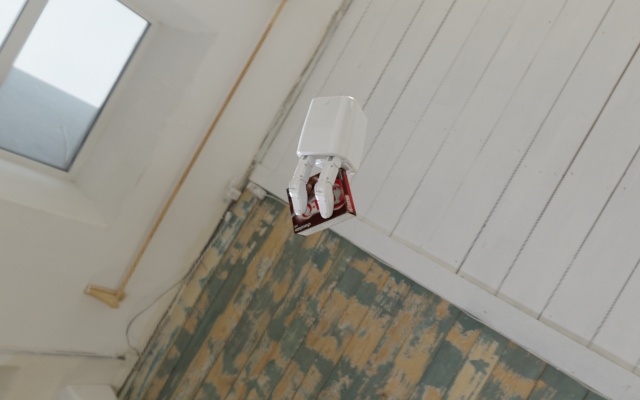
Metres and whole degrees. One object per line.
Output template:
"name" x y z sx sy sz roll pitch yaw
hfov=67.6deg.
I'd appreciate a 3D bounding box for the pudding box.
"pudding box" 0.000 0.003 0.828 0.113 0.090 0.039 -26 -28 28
